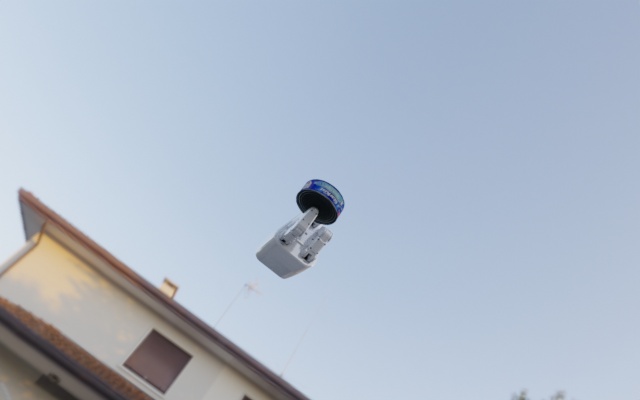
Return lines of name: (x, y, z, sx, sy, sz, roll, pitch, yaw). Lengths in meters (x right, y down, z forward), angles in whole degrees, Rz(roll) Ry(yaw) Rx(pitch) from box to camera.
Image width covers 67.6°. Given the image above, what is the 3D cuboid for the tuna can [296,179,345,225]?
tuna can: (0.000, 0.002, 0.869, 0.086, 0.086, 0.033, 0, 41, 40)
